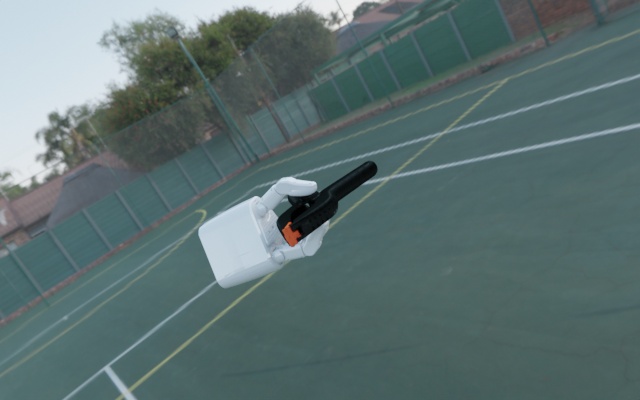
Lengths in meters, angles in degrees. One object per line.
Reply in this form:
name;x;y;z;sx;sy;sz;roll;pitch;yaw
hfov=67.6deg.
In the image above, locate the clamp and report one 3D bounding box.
clamp;-0.001;0.002;0.700;0.164;0.036;0.210;-23;14;20
